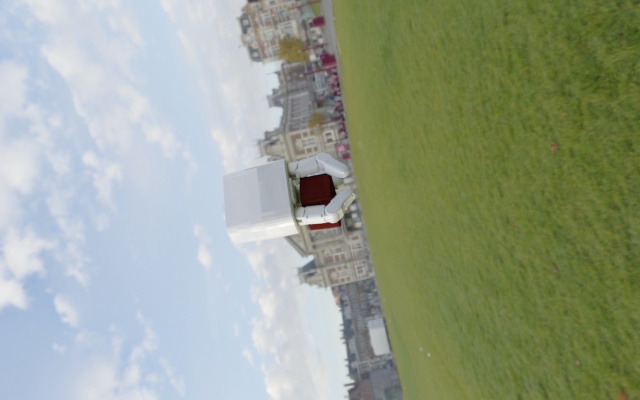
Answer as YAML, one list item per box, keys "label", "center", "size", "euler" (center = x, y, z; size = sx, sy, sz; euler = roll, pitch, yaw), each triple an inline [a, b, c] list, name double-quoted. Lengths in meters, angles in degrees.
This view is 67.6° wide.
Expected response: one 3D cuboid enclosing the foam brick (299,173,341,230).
- label: "foam brick"
  center: [0.000, 0.003, 0.759]
  size: [0.051, 0.053, 0.078]
  euler: [-10, -42, 6]
